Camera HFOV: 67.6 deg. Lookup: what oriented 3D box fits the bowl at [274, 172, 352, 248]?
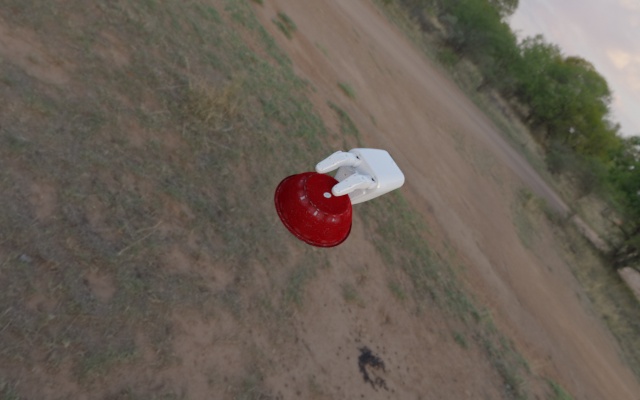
[{"bbox_3d":[0.000,0.003,0.863,0.162,0.162,0.055,0,-33,-34],"label":"bowl"}]
